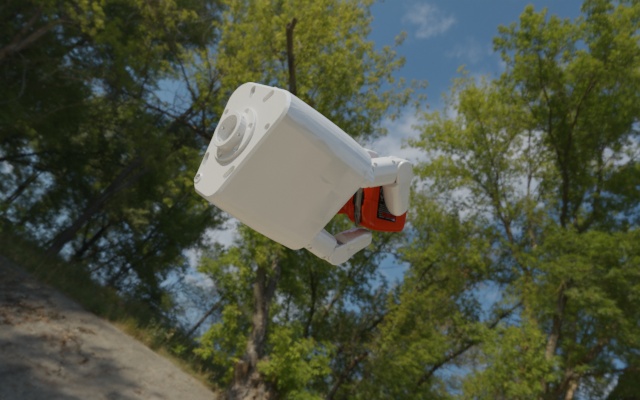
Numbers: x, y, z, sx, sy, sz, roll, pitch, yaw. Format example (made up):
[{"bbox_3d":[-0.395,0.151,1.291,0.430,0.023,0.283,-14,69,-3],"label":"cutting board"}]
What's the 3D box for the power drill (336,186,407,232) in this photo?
[{"bbox_3d":[0.000,0.002,0.553,0.187,0.057,0.184,2,-4,29],"label":"power drill"}]
